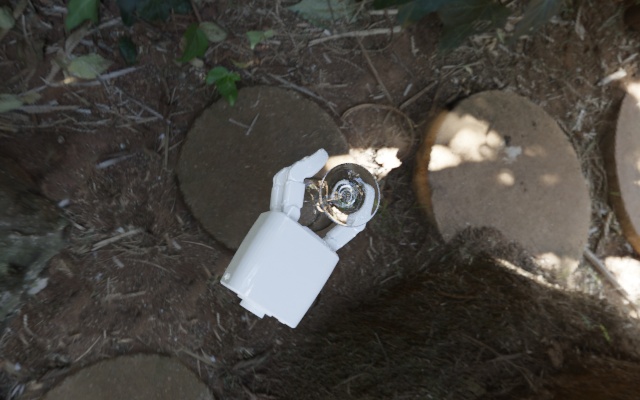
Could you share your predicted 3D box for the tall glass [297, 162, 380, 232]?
[{"bbox_3d":[0.000,0.002,0.632,0.079,0.079,0.201,0,-5,-20],"label":"tall glass"}]
